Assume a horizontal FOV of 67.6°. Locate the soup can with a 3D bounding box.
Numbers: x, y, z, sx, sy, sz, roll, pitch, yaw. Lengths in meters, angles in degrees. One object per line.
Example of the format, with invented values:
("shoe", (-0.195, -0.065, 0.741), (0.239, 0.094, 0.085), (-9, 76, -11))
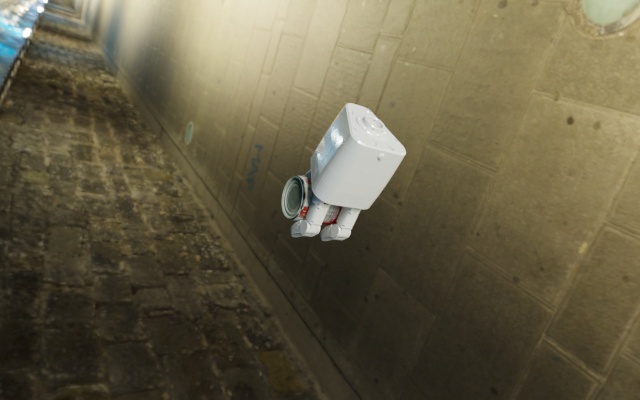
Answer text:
("soup can", (0.000, 0.003, 0.732), (0.102, 0.068, 0.068), (9, -5, -32))
